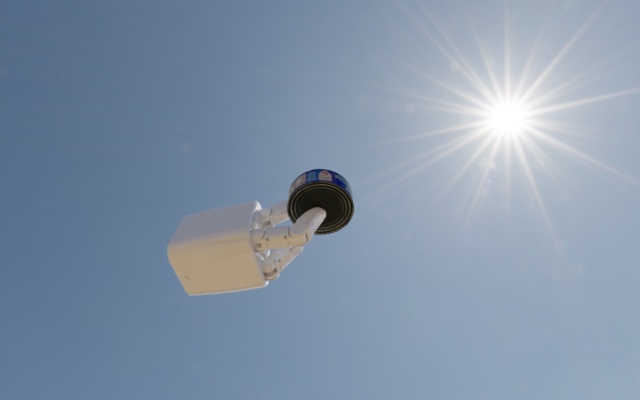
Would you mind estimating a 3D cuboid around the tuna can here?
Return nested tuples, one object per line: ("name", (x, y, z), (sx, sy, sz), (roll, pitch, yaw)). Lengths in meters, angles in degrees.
("tuna can", (0.000, 0.002, 0.621), (0.086, 0.086, 0.033), (0, 37, 0))
